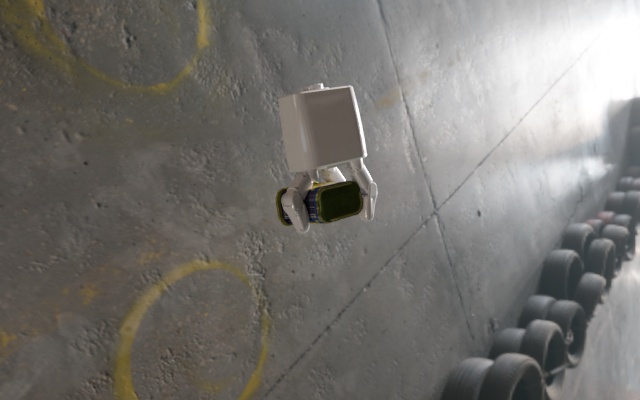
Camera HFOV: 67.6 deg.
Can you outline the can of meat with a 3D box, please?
[{"bbox_3d":[0.000,0.002,0.704,0.084,0.057,0.102,-3,8,43],"label":"can of meat"}]
